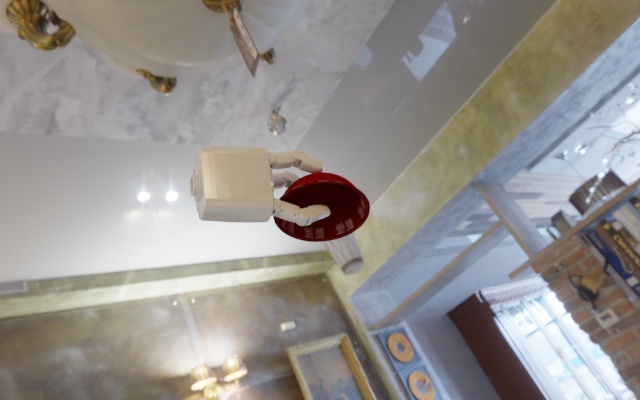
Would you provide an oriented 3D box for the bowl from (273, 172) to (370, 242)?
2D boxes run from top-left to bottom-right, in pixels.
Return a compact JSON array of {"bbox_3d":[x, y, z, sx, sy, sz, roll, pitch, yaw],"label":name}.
[{"bbox_3d":[0.001,0.003,0.806,0.162,0.055,0.162,-3,-40,-3],"label":"bowl"}]
